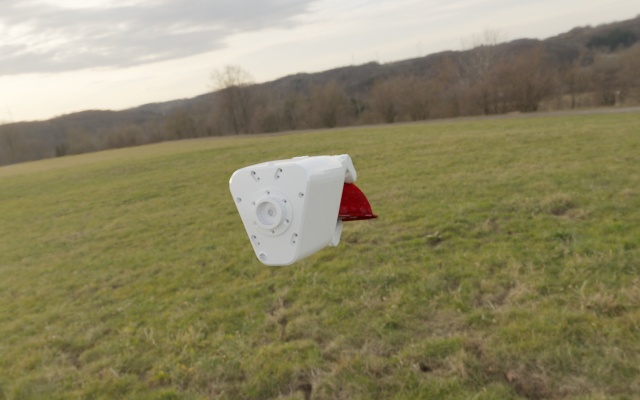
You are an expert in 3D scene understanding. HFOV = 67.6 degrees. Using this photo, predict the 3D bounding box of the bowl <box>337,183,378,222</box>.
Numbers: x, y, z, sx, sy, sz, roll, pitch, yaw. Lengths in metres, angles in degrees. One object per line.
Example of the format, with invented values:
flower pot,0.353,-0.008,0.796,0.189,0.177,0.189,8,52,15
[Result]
bowl,0.000,0.002,0.684,0.162,0.055,0.162,-3,-5,0
